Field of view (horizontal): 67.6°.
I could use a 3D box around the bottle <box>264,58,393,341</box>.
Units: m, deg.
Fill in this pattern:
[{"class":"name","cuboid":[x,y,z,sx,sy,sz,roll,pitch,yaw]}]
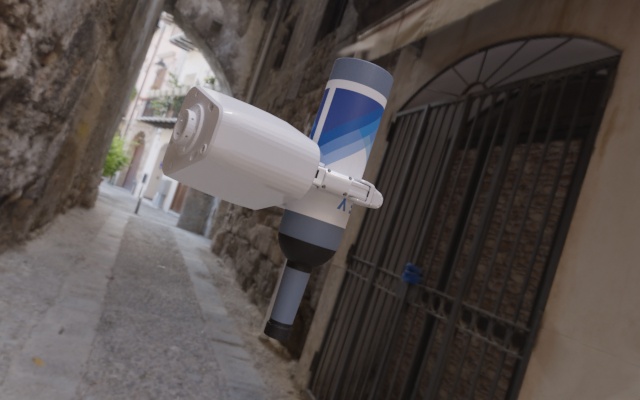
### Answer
[{"class":"bottle","cuboid":[0.000,0.001,0.503,0.069,0.295,0.069,18,-3,1]}]
